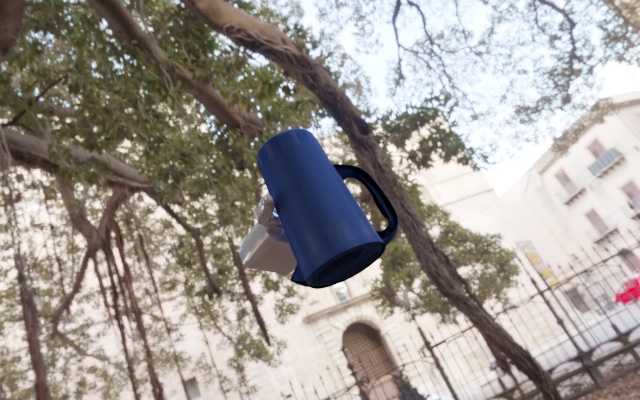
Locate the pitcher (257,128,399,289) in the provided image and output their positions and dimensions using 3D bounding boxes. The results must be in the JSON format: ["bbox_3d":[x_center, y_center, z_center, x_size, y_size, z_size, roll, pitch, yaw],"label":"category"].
[{"bbox_3d":[0.000,0.003,0.756,0.149,0.242,0.145,-3,-34,-41],"label":"pitcher"}]
